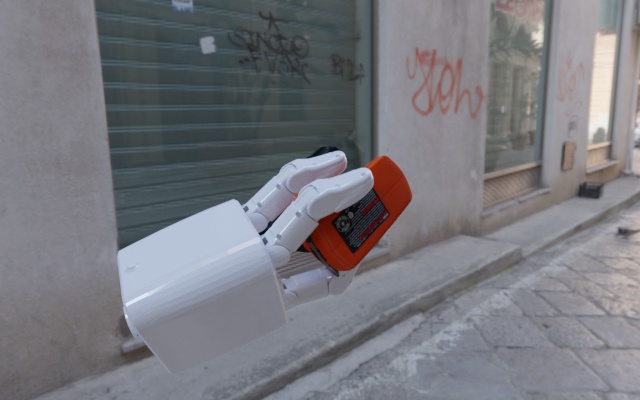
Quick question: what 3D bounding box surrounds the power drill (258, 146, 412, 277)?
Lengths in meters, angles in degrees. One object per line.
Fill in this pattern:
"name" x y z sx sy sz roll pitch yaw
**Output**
"power drill" 0.000 0.002 0.476 0.184 0.057 0.187 -47 21 -24
